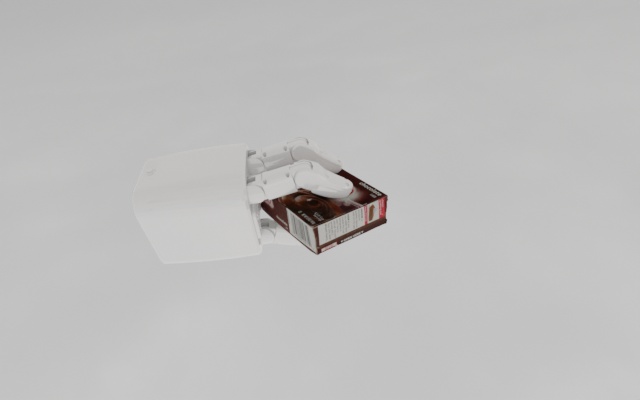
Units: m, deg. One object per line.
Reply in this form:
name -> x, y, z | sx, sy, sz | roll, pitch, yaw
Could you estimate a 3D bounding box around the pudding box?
pudding box -> 0.000, 0.002, 0.495 | 0.090, 0.039, 0.113 | -23, 38, -26
